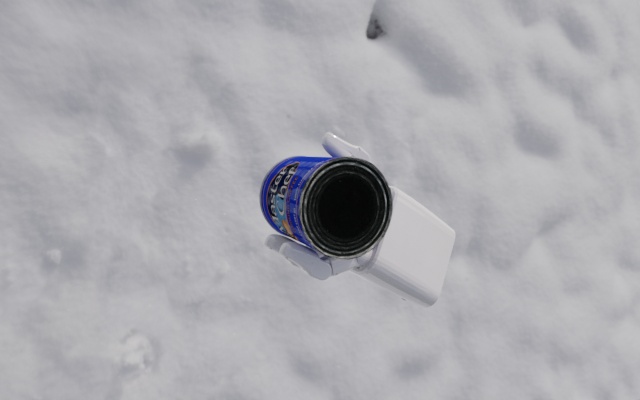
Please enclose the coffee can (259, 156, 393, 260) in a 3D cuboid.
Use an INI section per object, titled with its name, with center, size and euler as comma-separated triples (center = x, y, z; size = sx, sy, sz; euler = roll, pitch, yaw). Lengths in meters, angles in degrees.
[coffee can]
center = 0.000, 0.002, 0.531
size = 0.103, 0.103, 0.140
euler = 0, 5, -23
